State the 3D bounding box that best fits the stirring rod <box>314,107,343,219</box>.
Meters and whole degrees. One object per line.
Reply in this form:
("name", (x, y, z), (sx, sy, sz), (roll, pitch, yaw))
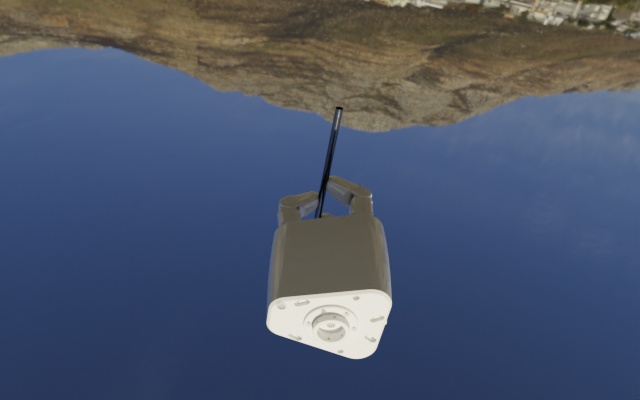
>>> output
("stirring rod", (0.000, 0.002, 0.563), (0.011, 0.240, 0.011), (8, 34, -5))
